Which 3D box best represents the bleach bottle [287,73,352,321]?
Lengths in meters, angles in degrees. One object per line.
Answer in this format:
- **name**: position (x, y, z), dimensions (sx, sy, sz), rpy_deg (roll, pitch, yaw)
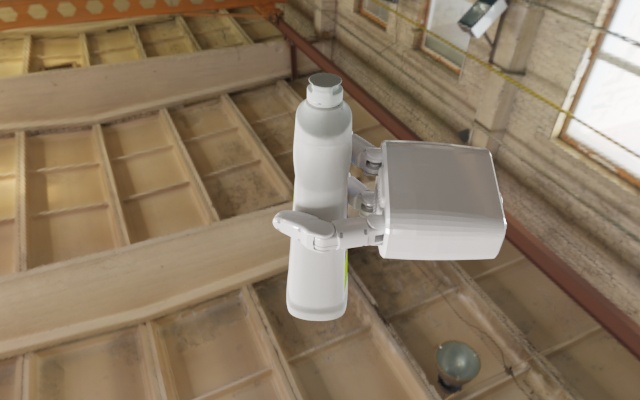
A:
- **bleach bottle**: position (0.000, 0.002, 0.473), dimensions (0.068, 0.251, 0.102), rpy_deg (2, 39, 0)
